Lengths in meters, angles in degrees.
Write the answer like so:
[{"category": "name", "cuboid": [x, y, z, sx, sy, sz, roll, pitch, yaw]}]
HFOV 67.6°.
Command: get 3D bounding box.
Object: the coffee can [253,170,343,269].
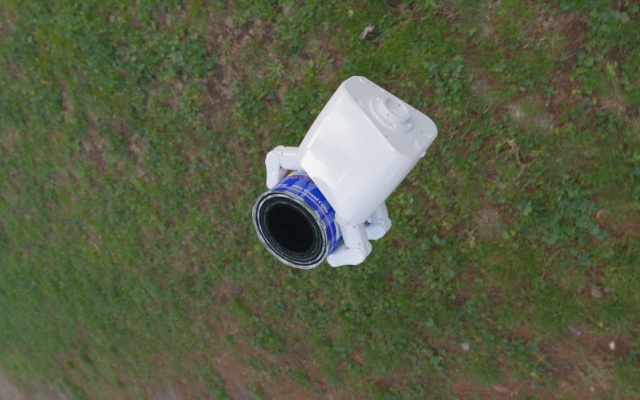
[{"category": "coffee can", "cuboid": [0.000, 0.002, 0.584, 0.103, 0.103, 0.140, 0, 28, 35]}]
